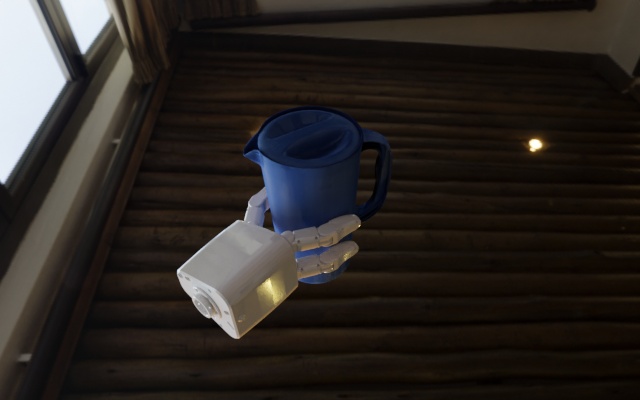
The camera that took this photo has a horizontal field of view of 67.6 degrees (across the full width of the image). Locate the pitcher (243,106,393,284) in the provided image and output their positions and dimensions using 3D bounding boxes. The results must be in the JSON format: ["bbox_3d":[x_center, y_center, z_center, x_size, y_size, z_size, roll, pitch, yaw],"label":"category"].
[{"bbox_3d":[0.000,0.002,0.664,0.149,0.243,0.145,28,51,28],"label":"pitcher"}]
